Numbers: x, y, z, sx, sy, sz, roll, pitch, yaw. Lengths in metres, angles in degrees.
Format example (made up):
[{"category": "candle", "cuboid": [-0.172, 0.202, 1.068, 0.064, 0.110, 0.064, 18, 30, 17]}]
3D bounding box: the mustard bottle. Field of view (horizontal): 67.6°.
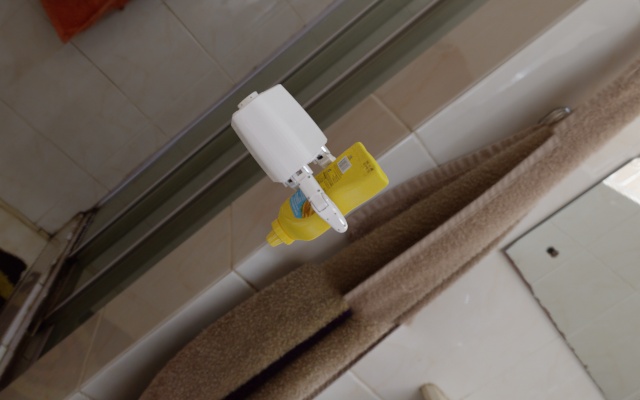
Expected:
[{"category": "mustard bottle", "cuboid": [0.001, 0.002, 0.677, 0.191, 0.058, 0.096, -38, 33, 10]}]
